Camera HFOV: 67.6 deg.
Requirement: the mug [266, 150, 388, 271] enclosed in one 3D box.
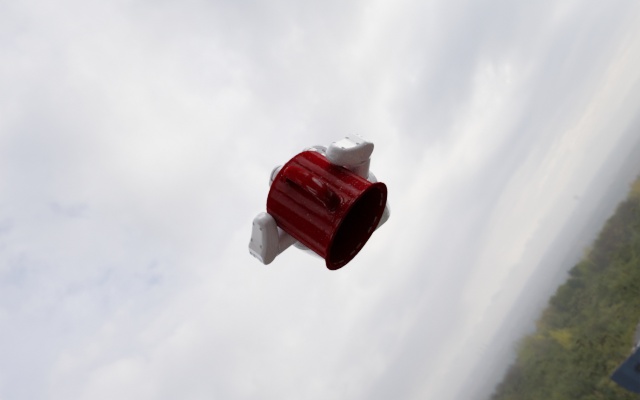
[{"bbox_3d":[-0.001,0.001,0.436,0.081,0.093,0.117,32,-6,25],"label":"mug"}]
